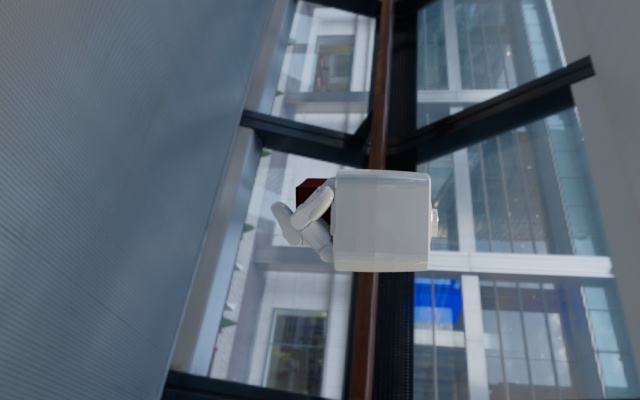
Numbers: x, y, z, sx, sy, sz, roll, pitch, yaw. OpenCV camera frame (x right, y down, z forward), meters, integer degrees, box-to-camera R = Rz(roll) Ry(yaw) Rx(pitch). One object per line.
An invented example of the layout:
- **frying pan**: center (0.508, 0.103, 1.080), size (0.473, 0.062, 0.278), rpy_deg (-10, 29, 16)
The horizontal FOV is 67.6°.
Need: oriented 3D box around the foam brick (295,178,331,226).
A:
- **foam brick**: center (0.000, 0.002, 0.621), size (0.051, 0.053, 0.078), rpy_deg (1, 12, 8)
